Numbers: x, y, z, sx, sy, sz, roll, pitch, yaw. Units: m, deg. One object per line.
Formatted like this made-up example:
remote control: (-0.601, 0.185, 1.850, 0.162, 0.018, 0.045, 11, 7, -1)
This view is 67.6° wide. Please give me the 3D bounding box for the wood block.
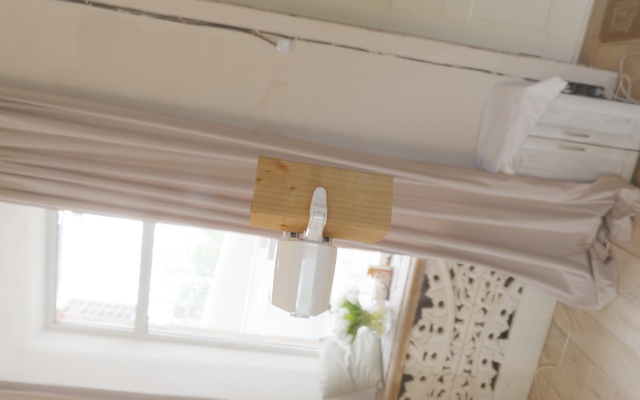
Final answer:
wood block: (0.000, 0.003, 0.742, 0.206, 0.090, 0.091, 8, -19, -6)
